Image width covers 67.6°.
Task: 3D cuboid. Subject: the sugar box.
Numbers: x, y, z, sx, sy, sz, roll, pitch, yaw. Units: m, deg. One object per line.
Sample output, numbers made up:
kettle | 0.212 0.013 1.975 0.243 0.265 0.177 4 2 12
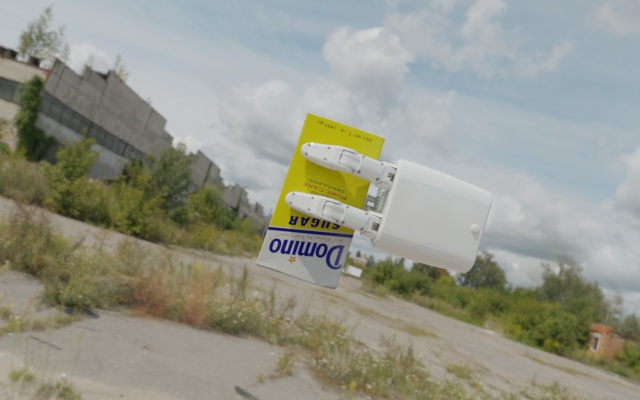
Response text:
sugar box | 0.000 0.002 0.532 0.093 0.176 0.048 18 -7 -1
